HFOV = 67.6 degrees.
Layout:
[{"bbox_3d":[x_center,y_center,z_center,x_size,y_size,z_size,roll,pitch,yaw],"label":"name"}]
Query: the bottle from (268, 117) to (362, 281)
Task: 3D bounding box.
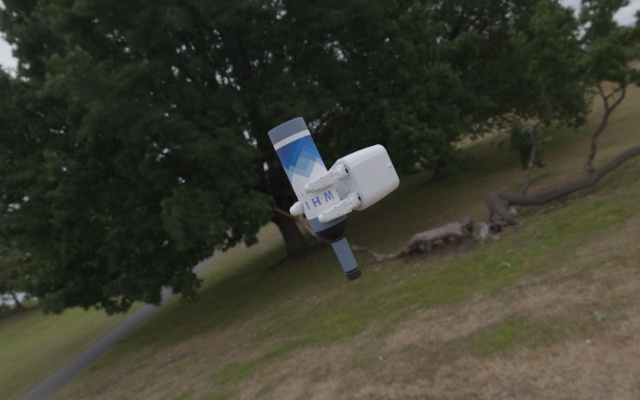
[{"bbox_3d":[0.000,0.003,0.837,0.069,0.296,0.069,-25,3,1],"label":"bottle"}]
